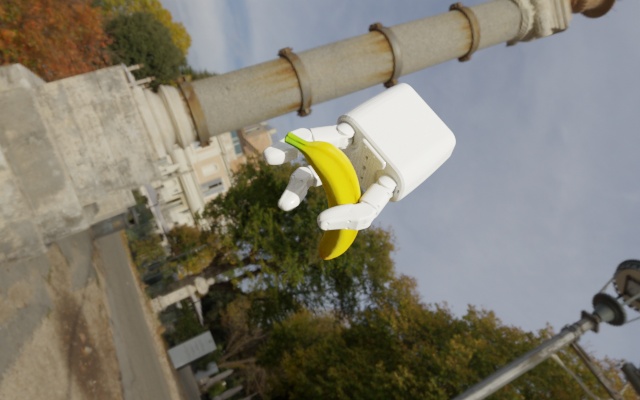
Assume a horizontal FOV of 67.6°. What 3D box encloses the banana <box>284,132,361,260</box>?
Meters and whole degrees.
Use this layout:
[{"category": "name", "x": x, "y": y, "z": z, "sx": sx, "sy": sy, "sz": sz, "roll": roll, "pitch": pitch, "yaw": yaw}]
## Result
[{"category": "banana", "x": 0.015, "y": 0.003, "z": 0.547, "sx": 0.069, "sy": 0.198, "sz": 0.037, "roll": 15, "pitch": 48, "yaw": 29}]
